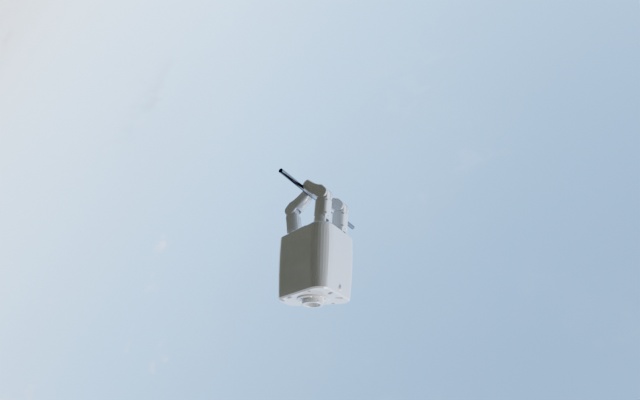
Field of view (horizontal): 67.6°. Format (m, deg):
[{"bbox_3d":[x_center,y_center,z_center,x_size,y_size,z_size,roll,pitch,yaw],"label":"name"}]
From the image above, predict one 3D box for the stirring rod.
[{"bbox_3d":[0.000,0.003,0.837,0.011,0.011,0.240,0,-24,35],"label":"stirring rod"}]
